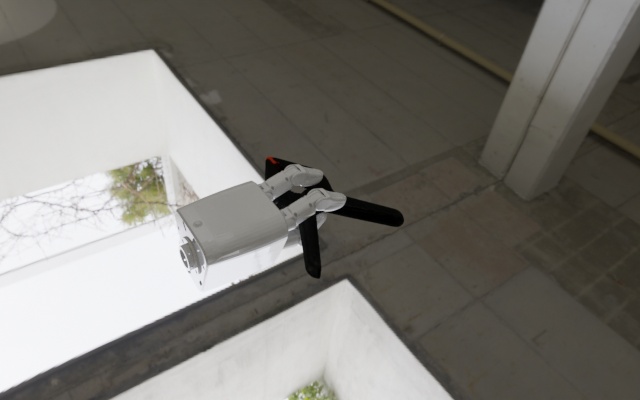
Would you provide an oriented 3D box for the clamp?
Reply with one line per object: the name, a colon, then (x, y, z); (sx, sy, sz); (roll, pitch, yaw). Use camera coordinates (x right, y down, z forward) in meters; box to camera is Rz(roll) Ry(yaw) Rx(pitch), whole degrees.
clamp: (-0.001, 0.002, 0.658); (0.164, 0.036, 0.210); (-21, 50, -30)
